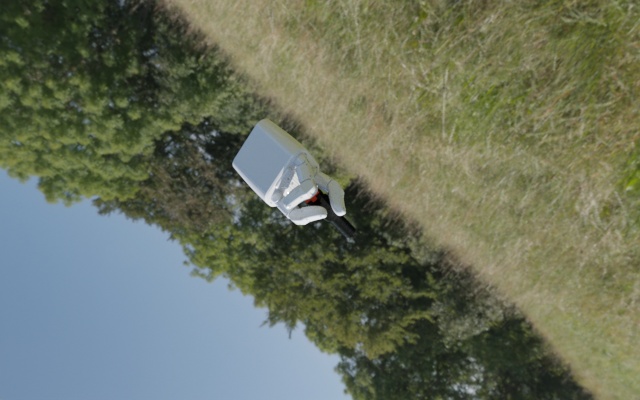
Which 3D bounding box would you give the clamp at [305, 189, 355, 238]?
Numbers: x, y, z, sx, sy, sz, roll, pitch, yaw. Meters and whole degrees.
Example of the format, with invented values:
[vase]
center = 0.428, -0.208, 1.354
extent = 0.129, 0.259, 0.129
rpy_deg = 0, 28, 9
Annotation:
[clamp]
center = 0.000, 0.003, 0.855
extent = 0.120, 0.039, 0.171
rpy_deg = 43, -2, 28
